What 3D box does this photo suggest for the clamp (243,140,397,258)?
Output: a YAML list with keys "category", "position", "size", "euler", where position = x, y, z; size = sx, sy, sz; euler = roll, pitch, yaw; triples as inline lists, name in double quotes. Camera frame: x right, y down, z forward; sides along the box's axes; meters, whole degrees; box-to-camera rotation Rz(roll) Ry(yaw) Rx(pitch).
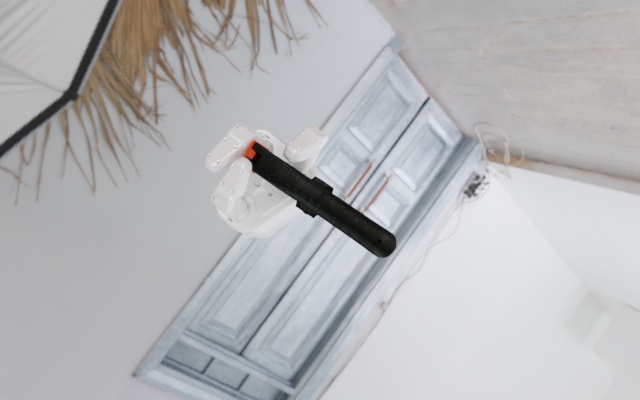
- category: "clamp"
  position: [0.000, 0.002, 0.476]
  size: [0.171, 0.039, 0.120]
  euler: [37, -6, 10]
